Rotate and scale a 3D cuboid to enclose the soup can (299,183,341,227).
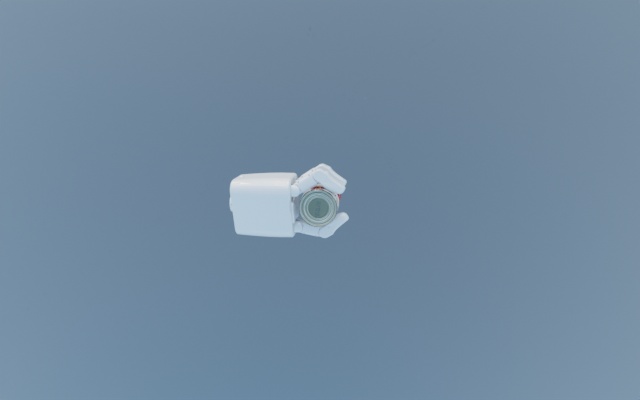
[{"bbox_3d":[0.001,0.003,0.853,0.068,0.068,0.102,0,12,5],"label":"soup can"}]
